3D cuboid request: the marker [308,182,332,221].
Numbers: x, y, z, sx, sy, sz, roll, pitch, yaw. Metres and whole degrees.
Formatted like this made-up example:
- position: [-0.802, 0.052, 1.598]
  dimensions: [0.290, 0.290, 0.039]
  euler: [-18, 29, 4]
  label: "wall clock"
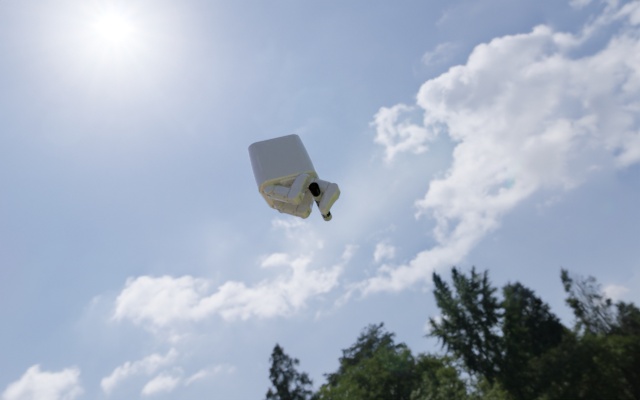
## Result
- position: [0.000, 0.003, 0.882]
  dimensions: [0.020, 0.020, 0.121]
  euler: [0, -30, 15]
  label: "marker"
